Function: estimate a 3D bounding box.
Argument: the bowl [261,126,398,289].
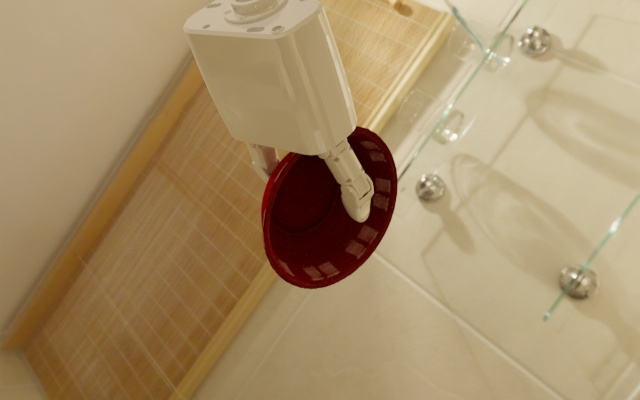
[{"bbox_3d":[0.000,0.003,0.466,0.162,0.162,0.055,0,18,-40],"label":"bowl"}]
